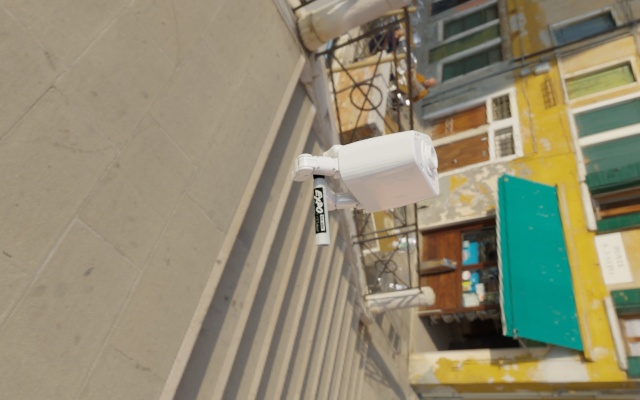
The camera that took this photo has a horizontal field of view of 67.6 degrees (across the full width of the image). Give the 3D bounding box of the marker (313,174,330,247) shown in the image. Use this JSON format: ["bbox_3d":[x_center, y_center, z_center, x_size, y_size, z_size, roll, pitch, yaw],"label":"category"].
[{"bbox_3d":[0.000,0.002,0.650,0.020,0.121,0.020,-3,-17,-1],"label":"marker"}]
